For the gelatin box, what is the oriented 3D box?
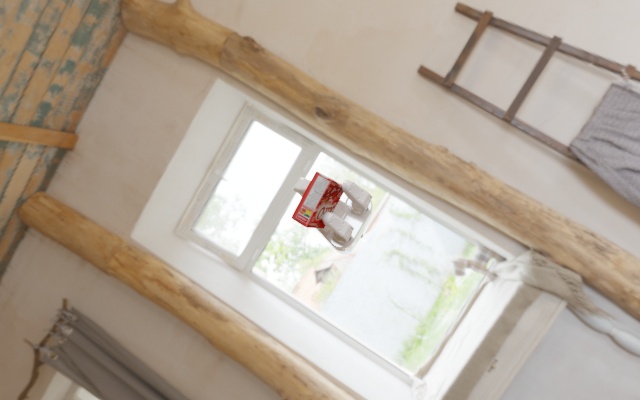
[{"bbox_3d":[0.000,0.002,0.674,0.030,0.073,0.089,30,4,16],"label":"gelatin box"}]
